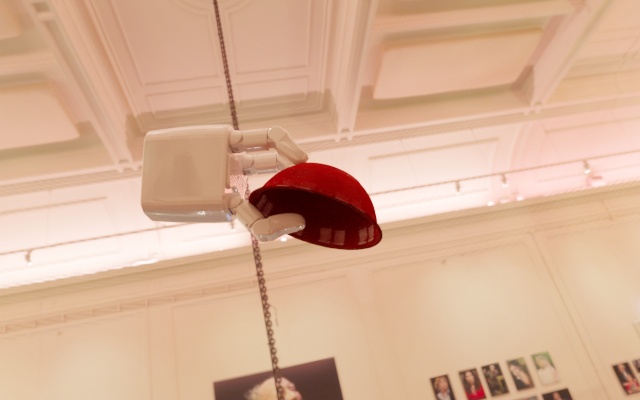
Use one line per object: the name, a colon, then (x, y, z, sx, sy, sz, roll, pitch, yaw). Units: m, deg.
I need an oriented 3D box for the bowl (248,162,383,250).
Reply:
bowl: (0.001, 0.002, 0.566, 0.162, 0.055, 0.162, 15, -24, 7)
